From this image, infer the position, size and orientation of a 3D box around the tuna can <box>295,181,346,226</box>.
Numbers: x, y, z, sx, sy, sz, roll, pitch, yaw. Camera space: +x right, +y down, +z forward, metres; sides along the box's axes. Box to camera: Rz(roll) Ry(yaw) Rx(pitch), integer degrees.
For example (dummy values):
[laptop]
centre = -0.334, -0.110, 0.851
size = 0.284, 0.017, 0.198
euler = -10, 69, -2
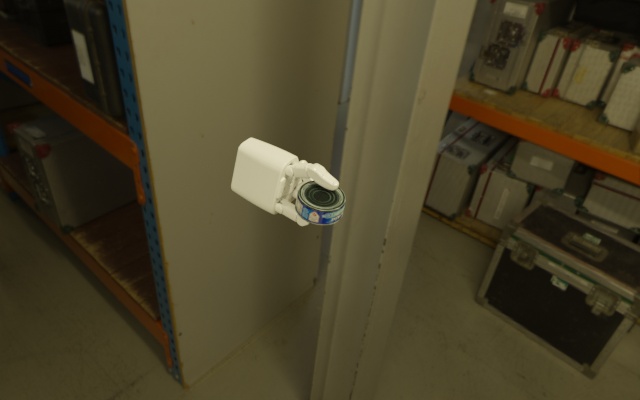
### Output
[tuna can]
centre = 0.000, 0.002, 0.827
size = 0.086, 0.034, 0.086
euler = 7, 39, -6
